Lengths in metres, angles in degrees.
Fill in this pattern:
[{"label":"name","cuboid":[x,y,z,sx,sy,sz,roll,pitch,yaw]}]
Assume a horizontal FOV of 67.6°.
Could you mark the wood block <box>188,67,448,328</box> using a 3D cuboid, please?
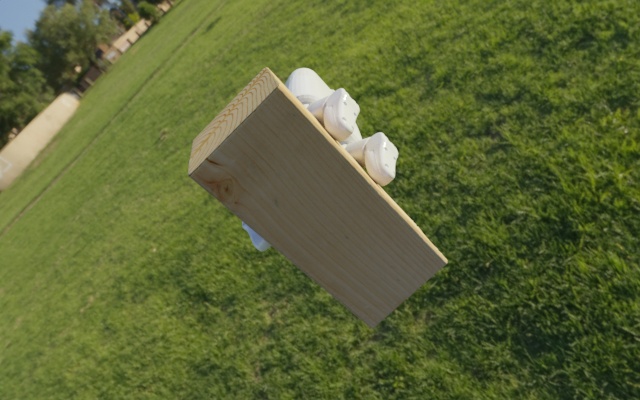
[{"label":"wood block","cuboid":[0.000,0.001,0.401,0.206,0.091,0.090,43,8,-25]}]
